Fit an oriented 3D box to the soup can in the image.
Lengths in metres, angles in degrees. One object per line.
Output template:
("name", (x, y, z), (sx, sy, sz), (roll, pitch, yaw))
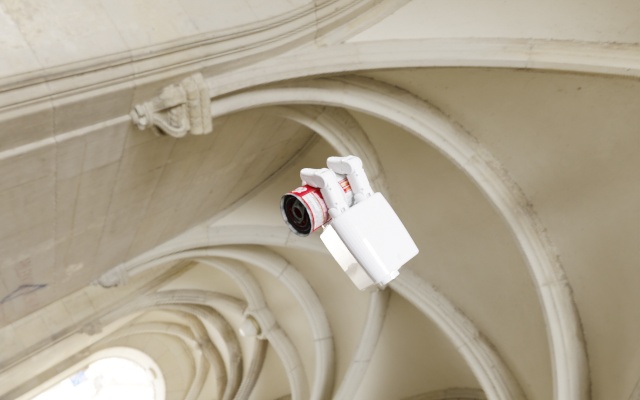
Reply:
("soup can", (0.000, 0.002, 0.710), (0.102, 0.068, 0.068), (-28, 17, -36))
